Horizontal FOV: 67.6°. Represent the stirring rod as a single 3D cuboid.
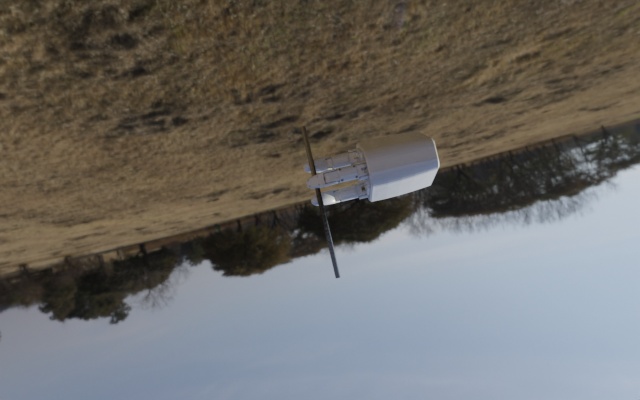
[{"bbox_3d":[0.000,0.002,0.741,0.011,0.239,0.011,-13,-1,0],"label":"stirring rod"}]
